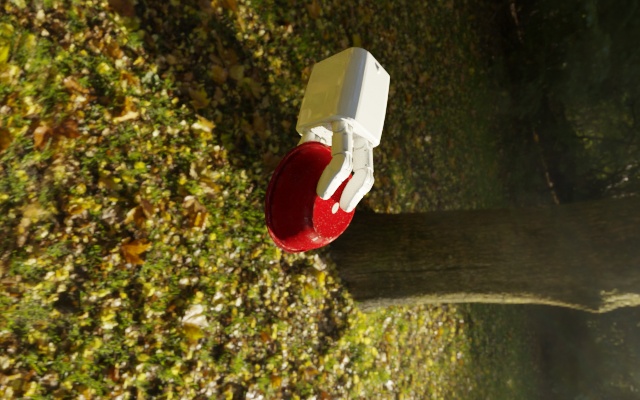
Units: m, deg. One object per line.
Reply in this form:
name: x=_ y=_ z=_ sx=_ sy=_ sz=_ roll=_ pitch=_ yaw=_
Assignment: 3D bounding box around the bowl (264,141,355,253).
bowl: x=0.000 y=0.004 z=0.657 sx=0.055 sy=0.162 sz=0.162 roll=17 pitch=11 yaw=39
